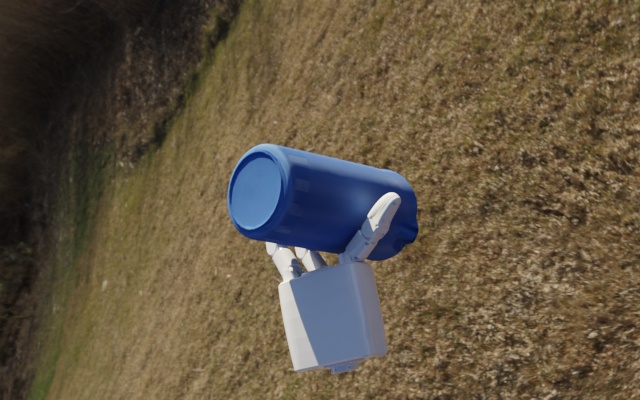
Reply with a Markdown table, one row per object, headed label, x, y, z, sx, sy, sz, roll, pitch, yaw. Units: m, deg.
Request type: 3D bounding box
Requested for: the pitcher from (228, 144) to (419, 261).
| label | x | y | z | sx | sy | sz | roll | pitch | yaw |
| --- | --- | --- | --- | --- | --- | --- | --- | --- | --- |
| pitcher | 0.000 | 0.002 | 0.615 | 0.149 | 0.145 | 0.243 | -28 | -26 | 35 |
